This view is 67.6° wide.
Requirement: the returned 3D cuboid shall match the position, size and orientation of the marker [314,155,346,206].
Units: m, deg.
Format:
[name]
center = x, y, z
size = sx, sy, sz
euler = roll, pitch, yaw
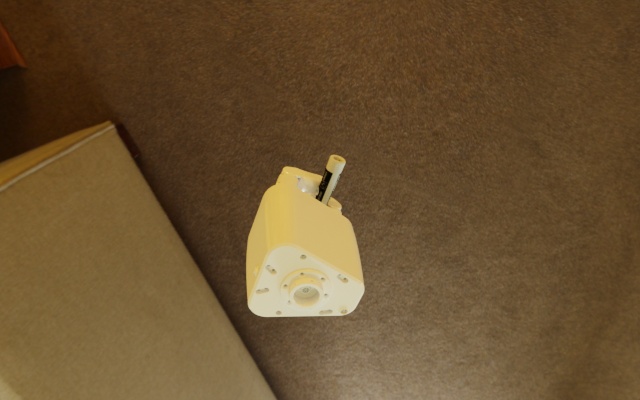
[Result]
[marker]
center = 0.000, 0.002, 0.574
size = 0.020, 0.121, 0.020
euler = 17, 28, -9
